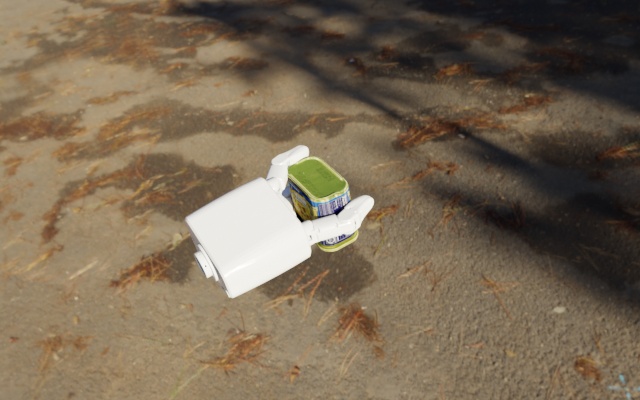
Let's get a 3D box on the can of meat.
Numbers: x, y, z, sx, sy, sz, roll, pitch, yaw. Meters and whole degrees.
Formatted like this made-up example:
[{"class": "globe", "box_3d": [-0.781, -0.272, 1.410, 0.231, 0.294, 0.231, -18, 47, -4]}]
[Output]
[{"class": "can of meat", "box_3d": [0.000, 0.002, 0.620, 0.057, 0.084, 0.102, -26, 40, -18]}]
